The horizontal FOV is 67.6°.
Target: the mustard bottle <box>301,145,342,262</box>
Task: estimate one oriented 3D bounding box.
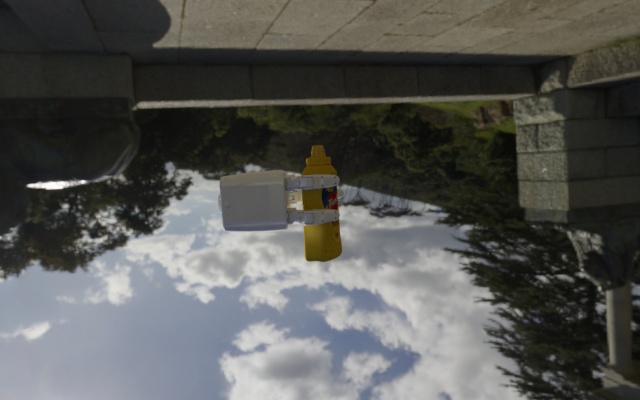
[{"bbox_3d":[0.000,0.003,0.811,0.058,0.191,0.096,-2,5,22],"label":"mustard bottle"}]
